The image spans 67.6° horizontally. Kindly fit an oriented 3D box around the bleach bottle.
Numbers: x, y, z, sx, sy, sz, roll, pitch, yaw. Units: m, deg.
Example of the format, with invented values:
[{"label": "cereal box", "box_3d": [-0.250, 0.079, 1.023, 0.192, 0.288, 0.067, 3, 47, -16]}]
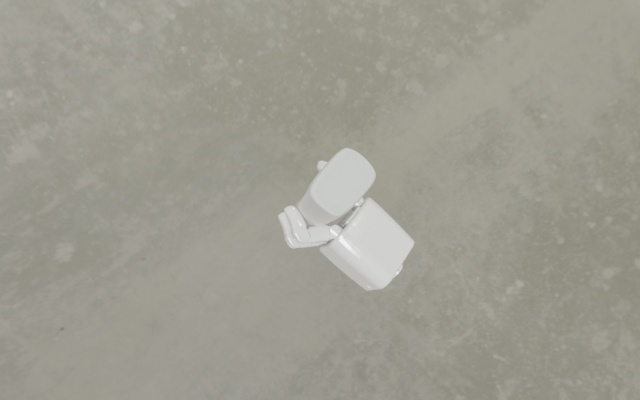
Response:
[{"label": "bleach bottle", "box_3d": [0.000, 0.003, 0.767, 0.068, 0.102, 0.251, 42, -19, -2]}]
